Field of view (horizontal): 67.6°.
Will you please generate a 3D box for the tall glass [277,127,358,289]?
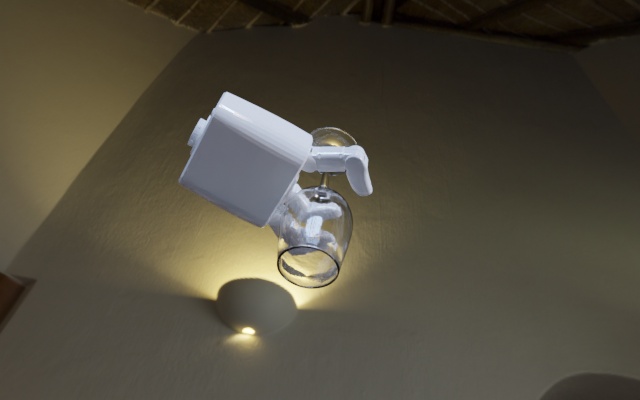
[{"bbox_3d":[0.000,0.001,0.537,0.079,0.079,0.200,0,40,9],"label":"tall glass"}]
